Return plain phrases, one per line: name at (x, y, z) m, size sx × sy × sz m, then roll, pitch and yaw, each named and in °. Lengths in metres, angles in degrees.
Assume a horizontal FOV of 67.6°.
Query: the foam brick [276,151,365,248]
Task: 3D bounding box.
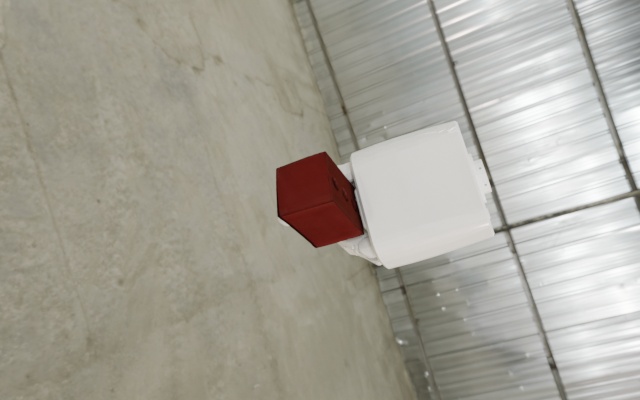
foam brick at (0.000, 0.001, 0.437) m, size 0.051 × 0.053 × 0.078 m, roll -18°, pitch -32°, yaw 19°
